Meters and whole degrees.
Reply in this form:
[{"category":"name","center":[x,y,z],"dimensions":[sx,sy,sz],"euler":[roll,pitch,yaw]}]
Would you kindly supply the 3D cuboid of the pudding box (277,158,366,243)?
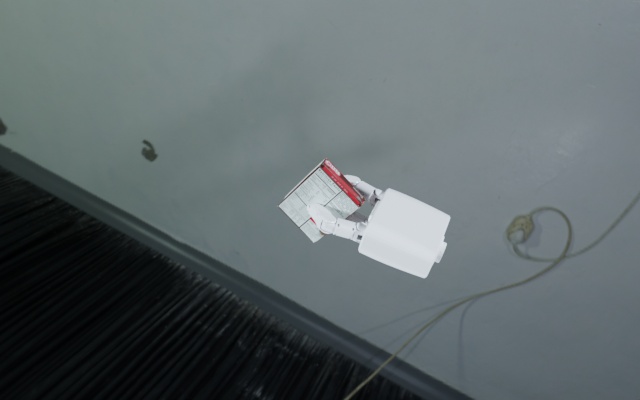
[{"category":"pudding box","center":[0.000,0.003,0.747],"dimensions":[0.113,0.090,0.039],"euler":[-41,5,31]}]
